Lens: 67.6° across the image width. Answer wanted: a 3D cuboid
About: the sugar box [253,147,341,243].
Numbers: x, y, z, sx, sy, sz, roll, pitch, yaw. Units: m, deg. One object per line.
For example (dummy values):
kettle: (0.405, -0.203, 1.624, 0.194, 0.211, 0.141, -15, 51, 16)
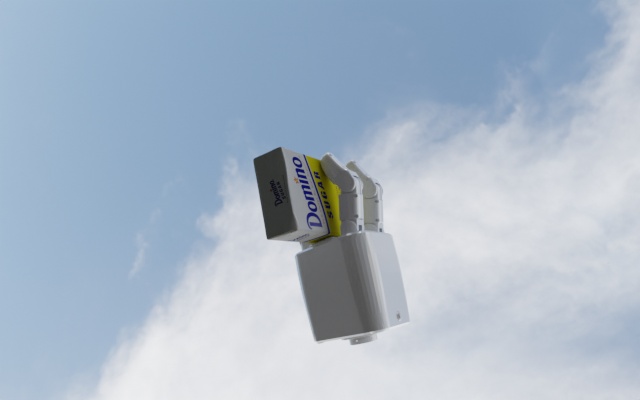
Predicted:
sugar box: (0.001, 0.002, 0.558, 0.048, 0.093, 0.176, -20, -16, 28)
